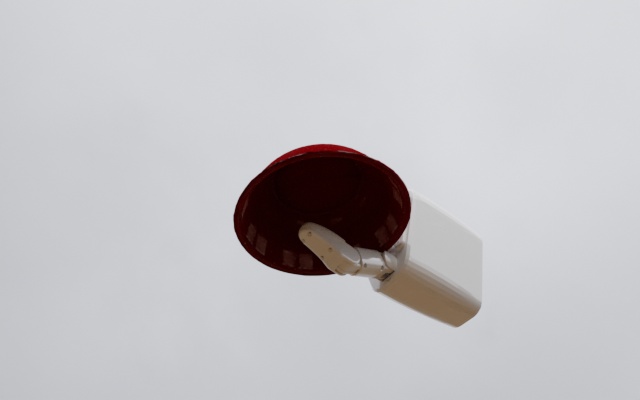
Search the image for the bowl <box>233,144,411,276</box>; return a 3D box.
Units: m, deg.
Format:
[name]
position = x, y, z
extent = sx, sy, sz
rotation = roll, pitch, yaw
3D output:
[bowl]
position = -0.001, 0.000, 0.450
extent = 0.162, 0.162, 0.055
rotation = -4, 45, -4
